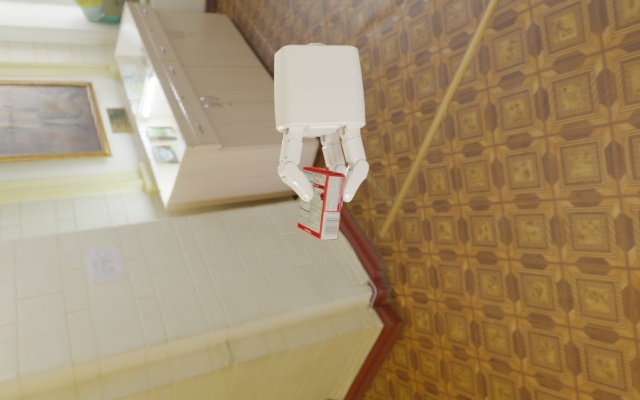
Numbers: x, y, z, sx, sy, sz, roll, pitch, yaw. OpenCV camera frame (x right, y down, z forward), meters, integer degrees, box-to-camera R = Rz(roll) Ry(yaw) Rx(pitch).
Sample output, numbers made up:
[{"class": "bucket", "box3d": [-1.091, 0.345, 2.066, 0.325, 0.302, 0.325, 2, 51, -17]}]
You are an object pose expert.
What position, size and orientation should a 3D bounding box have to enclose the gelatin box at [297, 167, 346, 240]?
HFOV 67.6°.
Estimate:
[{"class": "gelatin box", "box3d": [0.000, 0.002, 0.644, 0.030, 0.089, 0.073, 3, 9, -28]}]
